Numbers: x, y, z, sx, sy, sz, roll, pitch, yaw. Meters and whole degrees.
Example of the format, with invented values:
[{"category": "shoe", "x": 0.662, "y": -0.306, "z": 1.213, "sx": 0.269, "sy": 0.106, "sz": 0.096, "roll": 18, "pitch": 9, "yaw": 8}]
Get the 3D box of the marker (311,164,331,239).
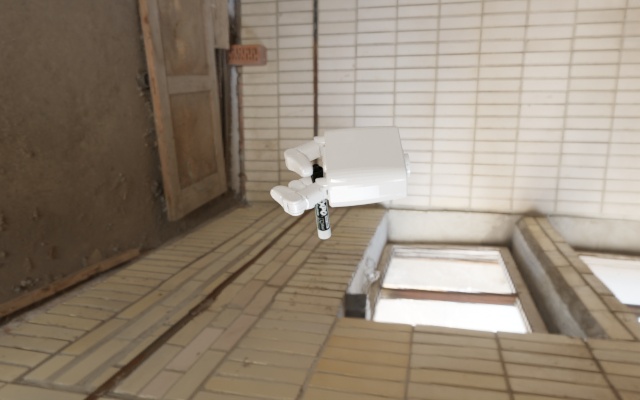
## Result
[{"category": "marker", "x": 0.000, "y": 0.002, "z": 0.672, "sx": 0.020, "sy": 0.121, "sz": 0.020, "roll": -5, "pitch": 35, "yaw": 4}]
